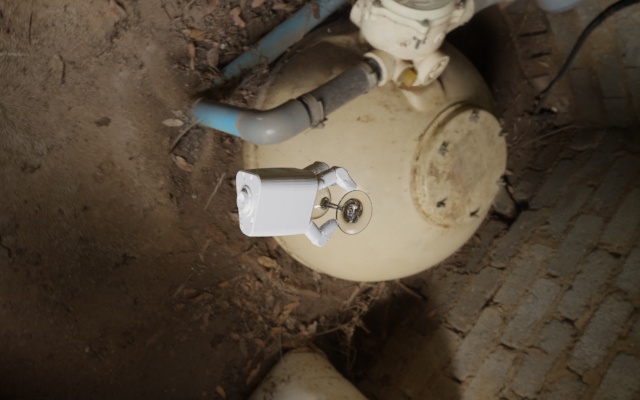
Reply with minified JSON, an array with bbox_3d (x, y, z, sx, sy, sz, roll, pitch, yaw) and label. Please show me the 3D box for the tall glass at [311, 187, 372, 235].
[{"bbox_3d":[0.001,0.003,0.852,0.079,0.079,0.201,0,10,-34],"label":"tall glass"}]
